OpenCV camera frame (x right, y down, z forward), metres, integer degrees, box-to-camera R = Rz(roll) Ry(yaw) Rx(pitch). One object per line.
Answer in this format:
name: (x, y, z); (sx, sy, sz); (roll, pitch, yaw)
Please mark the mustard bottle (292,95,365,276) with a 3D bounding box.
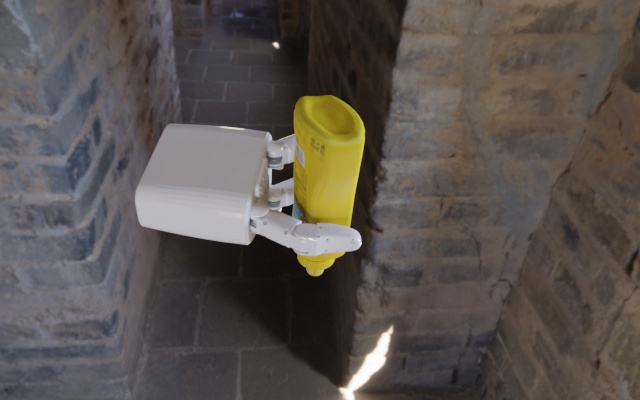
mustard bottle: (0.000, 0.001, 0.473); (0.058, 0.192, 0.096); (-7, 38, -17)
